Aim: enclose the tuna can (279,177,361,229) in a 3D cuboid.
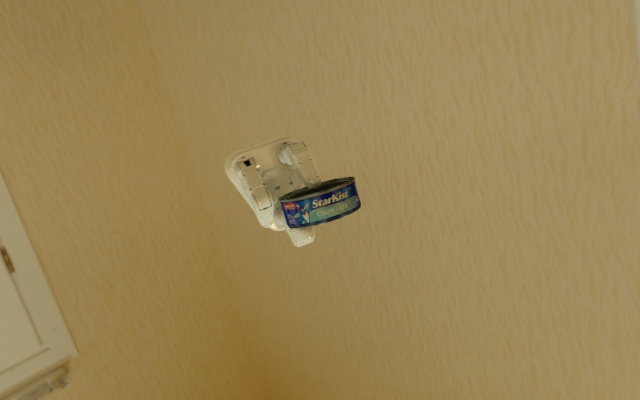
[{"bbox_3d":[0.000,0.002,0.520,0.086,0.034,0.086,-16,8,2],"label":"tuna can"}]
